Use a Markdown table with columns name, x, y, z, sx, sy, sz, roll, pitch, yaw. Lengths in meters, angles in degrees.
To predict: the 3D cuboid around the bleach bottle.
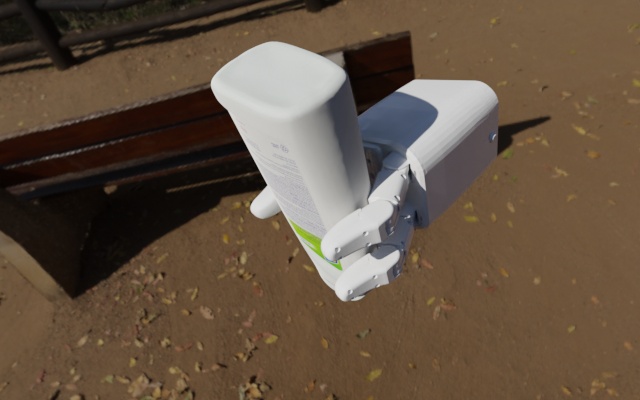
| name | x | y | z | sx | sy | sz | roll | pitch | yaw |
| --- | --- | --- | --- | --- | --- | --- | --- | --- | --- |
| bleach bottle | 0.000 | 0.001 | 0.401 | 0.068 | 0.251 | 0.102 | -40 | 48 | -20 |
